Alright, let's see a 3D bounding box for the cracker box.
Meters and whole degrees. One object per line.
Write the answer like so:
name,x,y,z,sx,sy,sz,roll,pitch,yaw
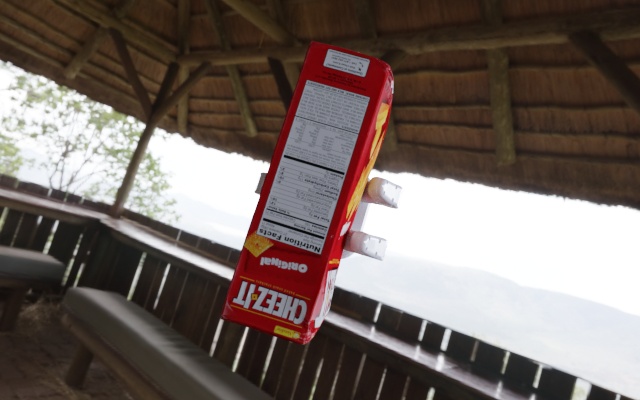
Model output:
cracker box,0.000,0.001,0.415,0.072,0.213,0.164,16,-6,8
